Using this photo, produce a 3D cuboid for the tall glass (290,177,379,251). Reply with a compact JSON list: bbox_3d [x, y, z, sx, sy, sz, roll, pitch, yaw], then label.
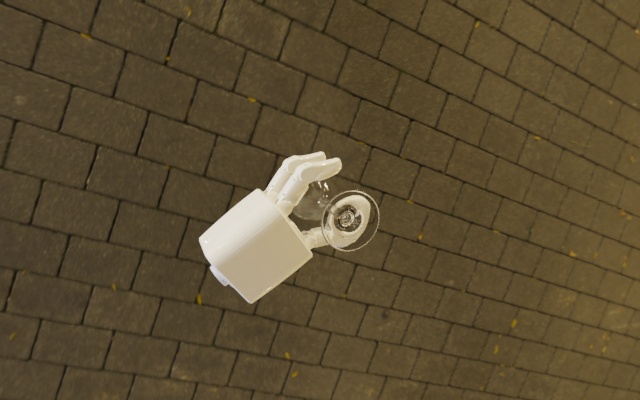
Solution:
[{"bbox_3d":[0.000,0.002,0.643,0.079,0.079,0.201,0,13,-21],"label":"tall glass"}]
